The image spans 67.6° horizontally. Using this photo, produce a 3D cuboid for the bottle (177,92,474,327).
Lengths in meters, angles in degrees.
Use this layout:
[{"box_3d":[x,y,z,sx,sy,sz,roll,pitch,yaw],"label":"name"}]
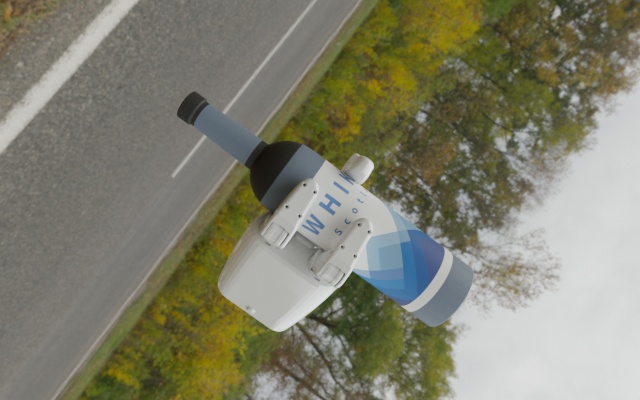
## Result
[{"box_3d":[0.000,0.001,0.430,0.296,0.069,0.069,36,-3,-4],"label":"bottle"}]
